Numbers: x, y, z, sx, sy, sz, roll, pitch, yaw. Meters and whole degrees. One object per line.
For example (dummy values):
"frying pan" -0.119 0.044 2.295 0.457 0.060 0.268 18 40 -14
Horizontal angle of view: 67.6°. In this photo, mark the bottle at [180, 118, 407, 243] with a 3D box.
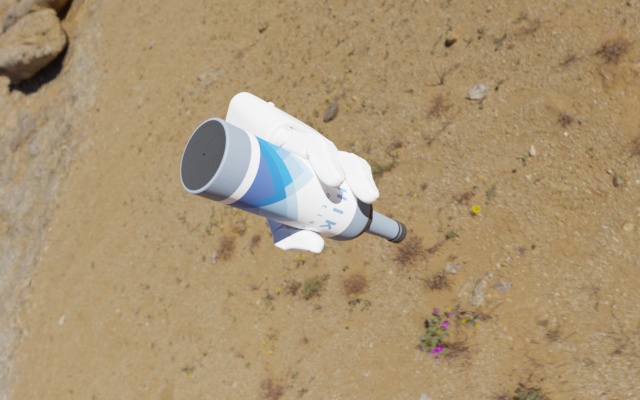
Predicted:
"bottle" 0.000 0.002 0.497 0.069 0.069 0.296 0 -16 43
